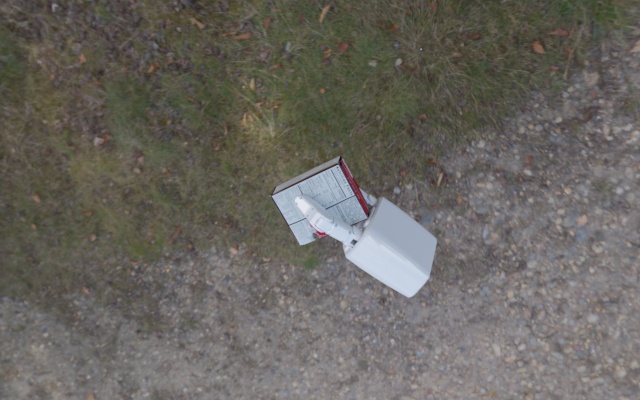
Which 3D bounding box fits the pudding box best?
[{"bbox_3d":[0.000,0.002,0.661,0.113,0.090,0.039,-25,15,16],"label":"pudding box"}]
